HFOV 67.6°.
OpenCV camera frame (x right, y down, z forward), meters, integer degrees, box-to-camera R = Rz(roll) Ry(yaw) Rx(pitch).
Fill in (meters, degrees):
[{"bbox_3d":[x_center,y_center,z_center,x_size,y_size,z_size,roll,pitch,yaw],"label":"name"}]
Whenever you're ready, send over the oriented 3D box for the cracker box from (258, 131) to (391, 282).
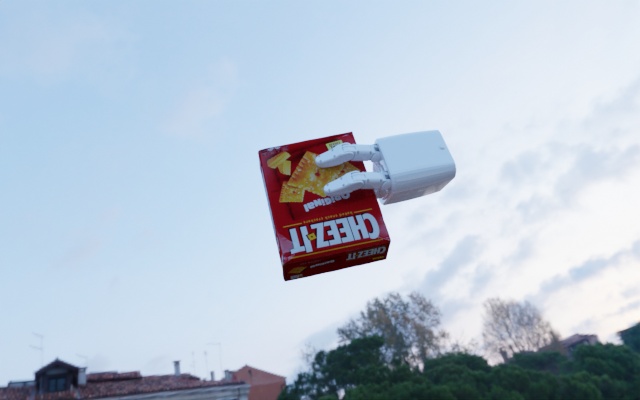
[{"bbox_3d":[0.000,0.002,0.755,0.164,0.213,0.072,-11,-31,-8],"label":"cracker box"}]
